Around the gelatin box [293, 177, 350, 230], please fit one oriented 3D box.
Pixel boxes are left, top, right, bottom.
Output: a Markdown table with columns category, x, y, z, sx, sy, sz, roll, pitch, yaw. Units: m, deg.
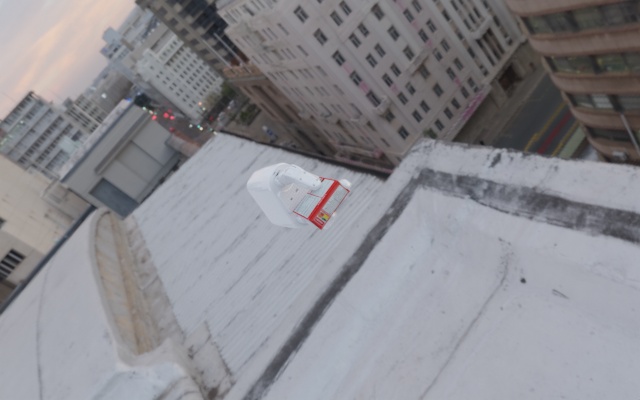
| category | x | y | z | sx | sy | sz | roll | pitch | yaw |
| --- | --- | --- | --- | --- | --- | --- | --- | --- | --- |
| gelatin box | 0.000 | 0.002 | 0.738 | 0.030 | 0.073 | 0.089 | 39 | -7 | -18 |
